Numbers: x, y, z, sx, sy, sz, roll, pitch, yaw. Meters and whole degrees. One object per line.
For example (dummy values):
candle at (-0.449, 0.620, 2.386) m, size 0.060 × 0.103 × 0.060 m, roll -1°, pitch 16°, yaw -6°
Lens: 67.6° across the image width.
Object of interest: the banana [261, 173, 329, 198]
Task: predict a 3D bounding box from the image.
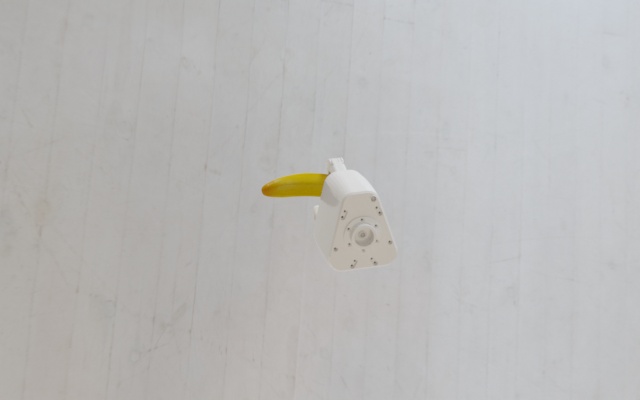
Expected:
banana at (0.010, -0.011, 0.746) m, size 0.198 × 0.070 × 0.037 m, roll 15°, pitch 33°, yaw -17°
